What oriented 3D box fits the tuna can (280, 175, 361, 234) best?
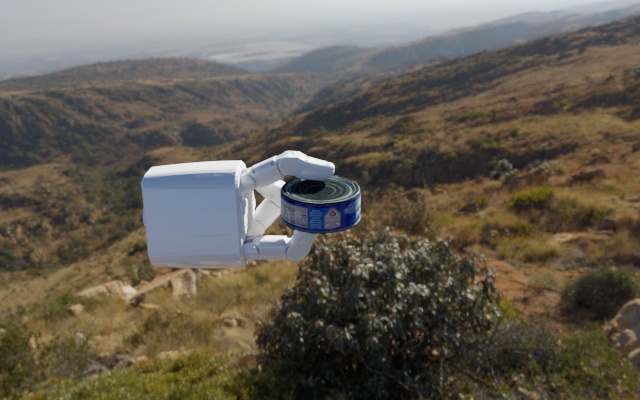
[{"bbox_3d":[0.000,0.001,0.504,0.086,0.034,0.086,0,23,0],"label":"tuna can"}]
